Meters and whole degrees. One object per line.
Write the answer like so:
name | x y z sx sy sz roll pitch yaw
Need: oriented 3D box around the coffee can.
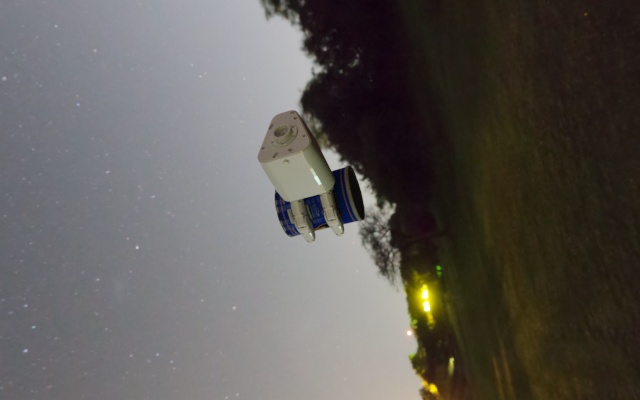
coffee can | 0.000 0.003 0.878 0.140 0.103 0.103 -14 -4 15
